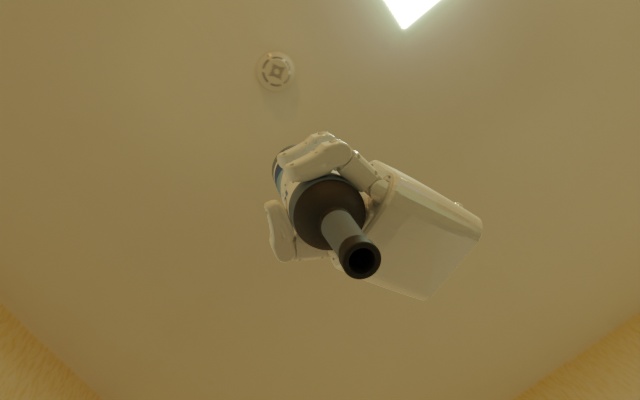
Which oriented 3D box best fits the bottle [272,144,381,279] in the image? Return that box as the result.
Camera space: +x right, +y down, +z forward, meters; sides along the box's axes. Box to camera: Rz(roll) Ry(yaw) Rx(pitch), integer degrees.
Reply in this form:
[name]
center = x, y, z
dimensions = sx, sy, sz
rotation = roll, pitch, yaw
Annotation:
[bottle]
center = 0.000, 0.001, 0.458
dimensions = 0.069, 0.069, 0.295
rotation = 0, 15, -11
